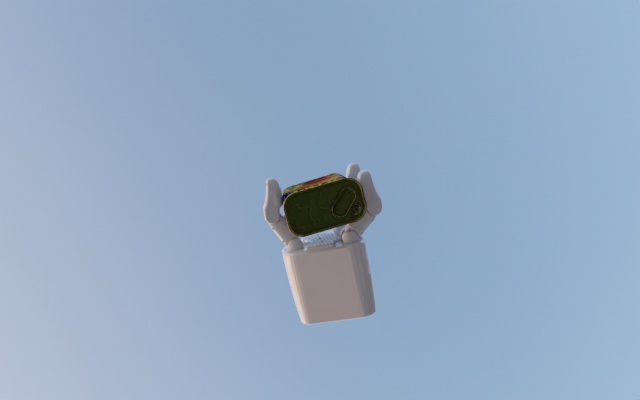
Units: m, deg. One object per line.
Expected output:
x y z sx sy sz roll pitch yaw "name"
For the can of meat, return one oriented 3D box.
0.000 0.002 0.627 0.102 0.057 0.084 -17 11 -6 "can of meat"
